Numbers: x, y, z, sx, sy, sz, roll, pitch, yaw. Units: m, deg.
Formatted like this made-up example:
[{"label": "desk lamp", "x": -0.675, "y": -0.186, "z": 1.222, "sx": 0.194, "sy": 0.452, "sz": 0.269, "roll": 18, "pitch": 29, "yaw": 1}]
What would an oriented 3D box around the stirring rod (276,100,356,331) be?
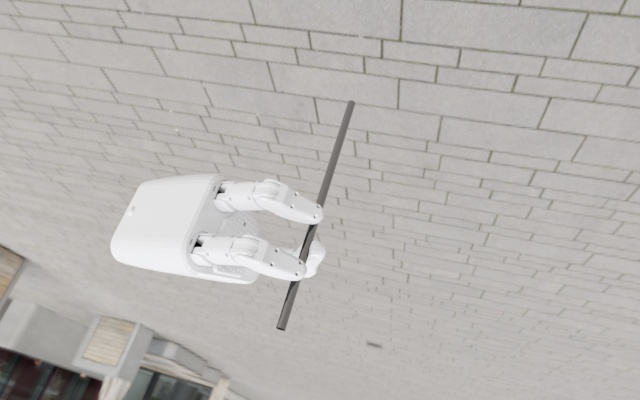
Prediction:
[{"label": "stirring rod", "x": 0.000, "y": 0.001, "z": 0.439, "sx": 0.011, "sy": 0.239, "sz": 0.011, "roll": 14, "pitch": -27, "yaw": 7}]
